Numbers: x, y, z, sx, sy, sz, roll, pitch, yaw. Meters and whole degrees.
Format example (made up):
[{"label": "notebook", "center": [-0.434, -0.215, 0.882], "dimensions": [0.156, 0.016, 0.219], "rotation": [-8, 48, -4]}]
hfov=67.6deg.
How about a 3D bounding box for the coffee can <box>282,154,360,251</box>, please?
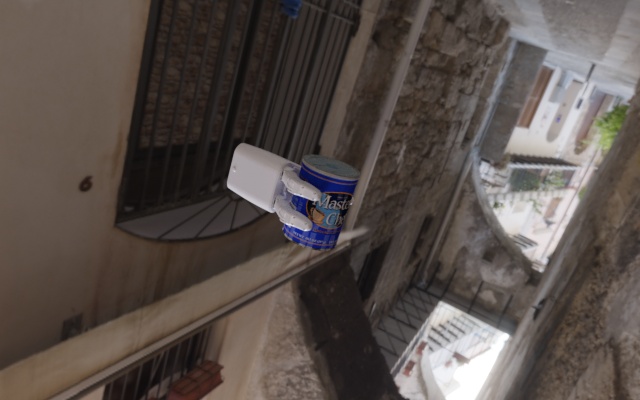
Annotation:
[{"label": "coffee can", "center": [0.000, 0.003, 0.839], "dimensions": [0.103, 0.140, 0.102], "rotation": [16, 19, -5]}]
